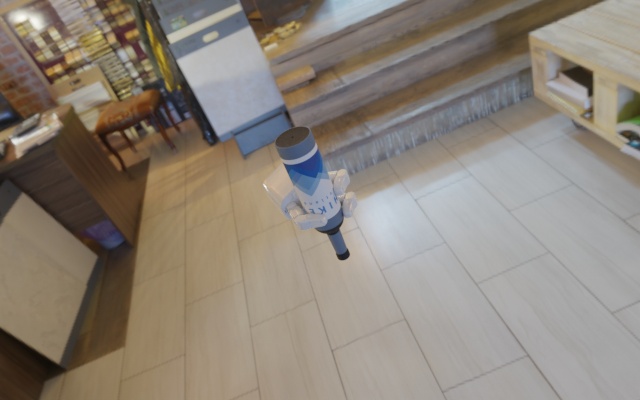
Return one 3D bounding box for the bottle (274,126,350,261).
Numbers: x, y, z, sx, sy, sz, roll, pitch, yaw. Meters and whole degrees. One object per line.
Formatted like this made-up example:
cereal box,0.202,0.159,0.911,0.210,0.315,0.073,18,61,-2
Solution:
bottle,0.000,0.003,0.890,0.069,0.296,0.069,-15,36,11
